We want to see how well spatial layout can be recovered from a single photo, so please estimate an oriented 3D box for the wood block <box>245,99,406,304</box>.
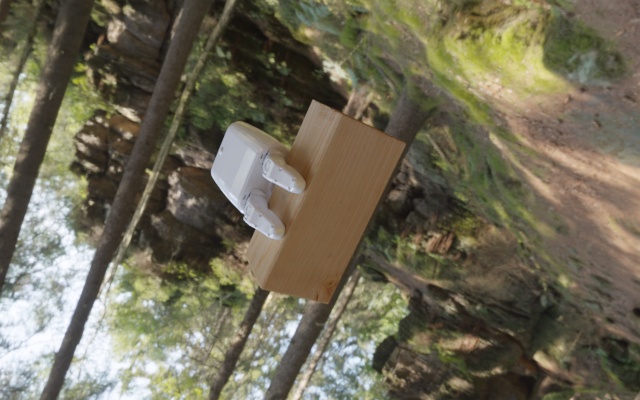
[{"bbox_3d":[0.000,0.002,0.554,0.091,0.206,0.090,19,13,-28],"label":"wood block"}]
